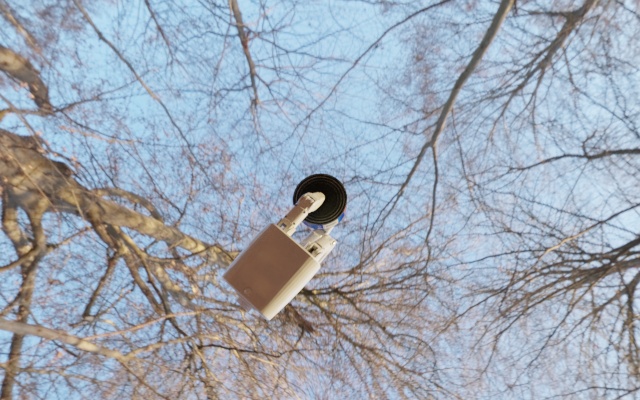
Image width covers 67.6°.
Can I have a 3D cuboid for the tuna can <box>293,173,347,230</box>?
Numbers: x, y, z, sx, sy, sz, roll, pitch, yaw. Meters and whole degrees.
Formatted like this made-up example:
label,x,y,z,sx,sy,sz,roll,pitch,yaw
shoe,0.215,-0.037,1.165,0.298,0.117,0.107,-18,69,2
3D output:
label,x,y,z,sx,sy,sz,roll,pitch,yaw
tuna can,0.000,0.003,0.759,0.086,0.086,0.034,0,-19,4
